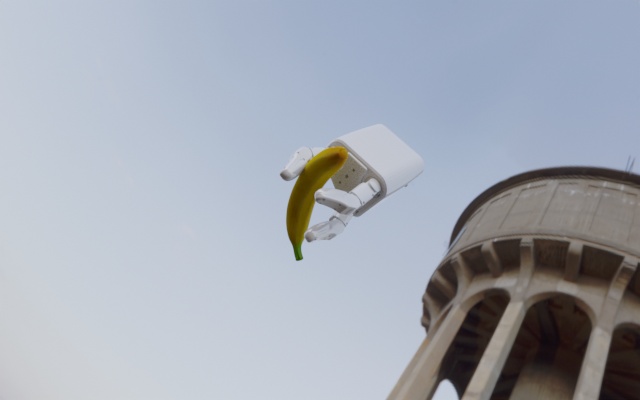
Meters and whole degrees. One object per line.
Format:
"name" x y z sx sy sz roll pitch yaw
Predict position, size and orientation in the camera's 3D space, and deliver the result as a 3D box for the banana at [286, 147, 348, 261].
"banana" -0.011 -0.007 0.657 0.037 0.198 0.069 -14 49 -37
